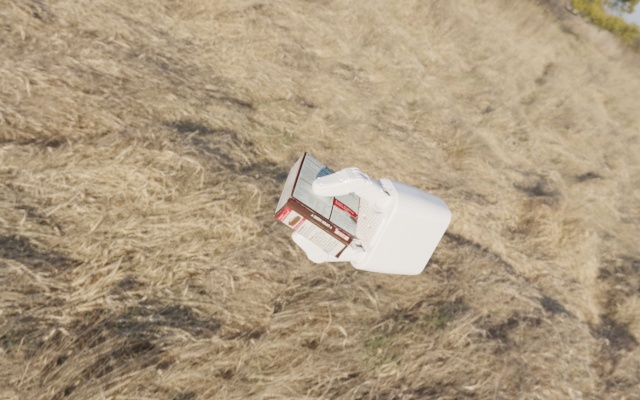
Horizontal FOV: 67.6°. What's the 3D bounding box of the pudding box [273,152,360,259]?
[{"bbox_3d":[0.000,0.002,0.563,0.090,0.039,0.113,33,29,-12],"label":"pudding box"}]
